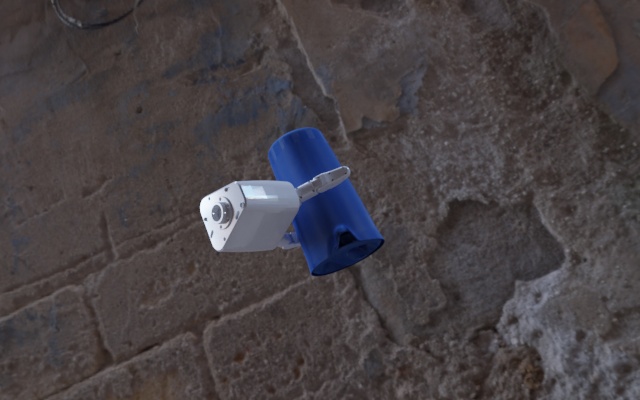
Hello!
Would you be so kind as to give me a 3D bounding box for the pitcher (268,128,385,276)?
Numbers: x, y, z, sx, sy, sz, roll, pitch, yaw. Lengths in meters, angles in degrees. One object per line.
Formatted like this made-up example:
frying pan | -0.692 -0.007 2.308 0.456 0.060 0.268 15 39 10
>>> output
pitcher | 0.000 0.003 0.835 0.145 0.242 0.149 -1 -31 -47
